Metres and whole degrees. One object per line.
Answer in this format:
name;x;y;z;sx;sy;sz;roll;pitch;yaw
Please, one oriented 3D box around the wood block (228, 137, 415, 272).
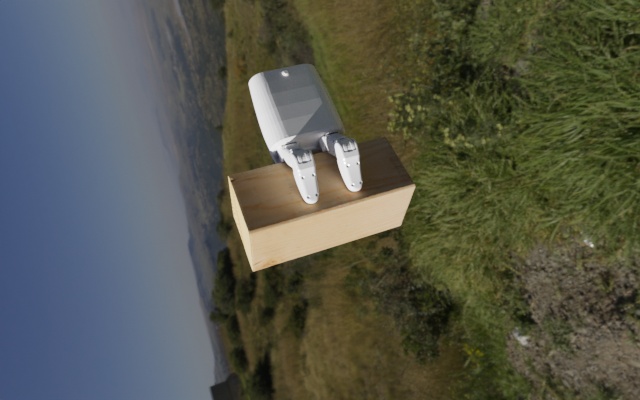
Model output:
wood block;0.000;0.002;0.598;0.206;0.090;0.091;-16;-33;-16
